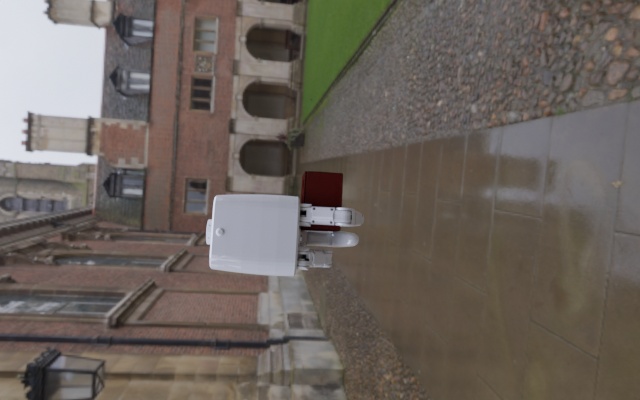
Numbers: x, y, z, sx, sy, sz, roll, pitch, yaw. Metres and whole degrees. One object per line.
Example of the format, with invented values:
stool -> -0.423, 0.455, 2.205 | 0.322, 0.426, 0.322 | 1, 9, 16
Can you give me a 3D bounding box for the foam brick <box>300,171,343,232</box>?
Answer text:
foam brick -> 0.000, 0.002, 0.637 | 0.051, 0.078, 0.053 | 4, -5, -5
